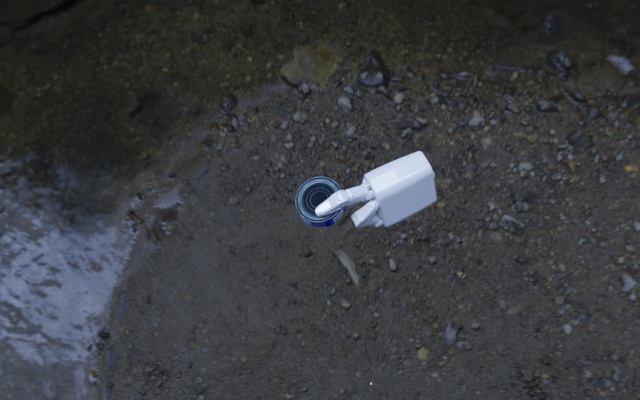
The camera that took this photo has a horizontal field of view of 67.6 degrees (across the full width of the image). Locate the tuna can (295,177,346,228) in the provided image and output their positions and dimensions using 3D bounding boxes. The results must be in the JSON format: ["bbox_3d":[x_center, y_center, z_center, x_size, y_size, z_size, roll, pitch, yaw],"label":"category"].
[{"bbox_3d":[0.000,0.003,0.828,0.086,0.086,0.034,0,-18,11],"label":"tuna can"}]
